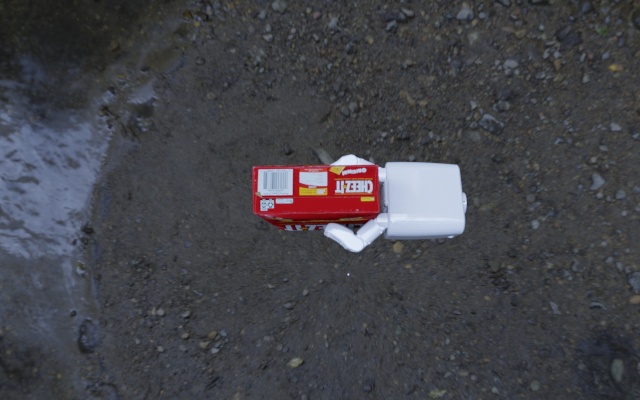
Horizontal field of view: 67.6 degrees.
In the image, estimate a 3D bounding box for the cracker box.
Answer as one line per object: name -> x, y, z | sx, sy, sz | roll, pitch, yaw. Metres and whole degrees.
cracker box -> 0.000, 0.002, 0.706 | 0.164, 0.072, 0.214 | -1, -9, 3
